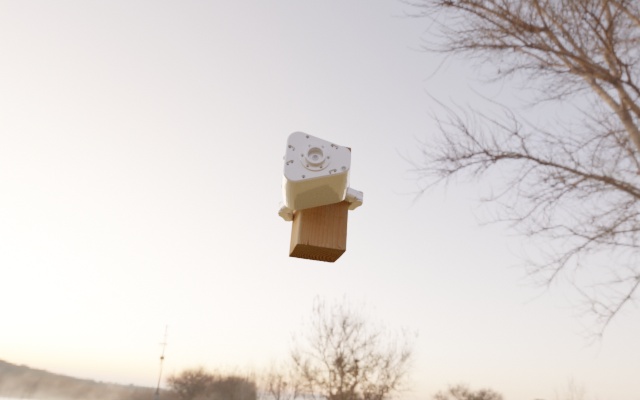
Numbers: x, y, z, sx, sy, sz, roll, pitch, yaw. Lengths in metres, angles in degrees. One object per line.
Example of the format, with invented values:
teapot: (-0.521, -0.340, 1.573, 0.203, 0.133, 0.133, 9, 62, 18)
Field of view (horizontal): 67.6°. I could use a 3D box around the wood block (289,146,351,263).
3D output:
wood block: (0.001, 0.003, 0.898, 0.091, 0.206, 0.090, 10, -24, -11)
